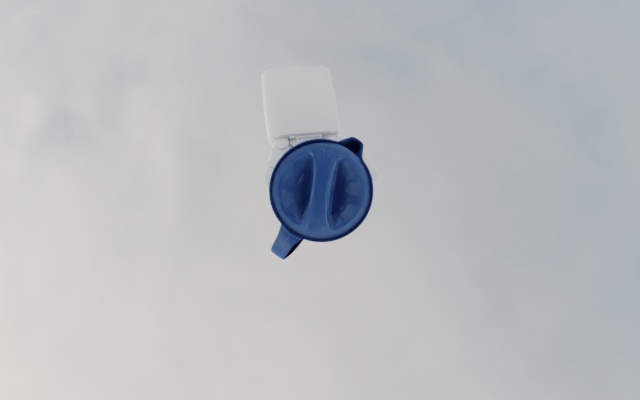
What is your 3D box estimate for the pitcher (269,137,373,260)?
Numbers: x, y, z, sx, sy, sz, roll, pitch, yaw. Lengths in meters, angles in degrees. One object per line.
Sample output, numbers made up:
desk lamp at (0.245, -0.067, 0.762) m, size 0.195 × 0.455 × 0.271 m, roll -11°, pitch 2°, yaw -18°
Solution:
pitcher at (0.000, 0.002, 0.719) m, size 0.149 × 0.145 × 0.243 m, roll -11°, pitch -5°, yaw 2°
